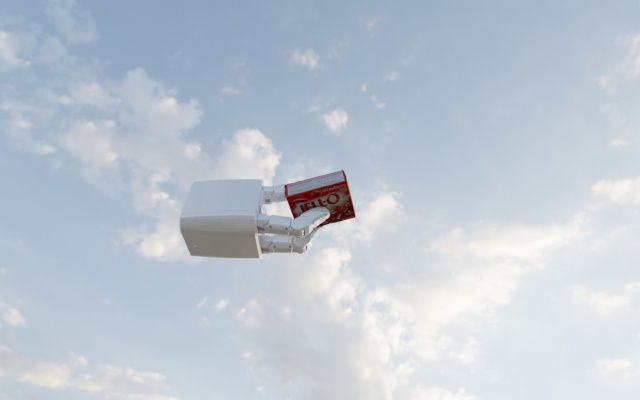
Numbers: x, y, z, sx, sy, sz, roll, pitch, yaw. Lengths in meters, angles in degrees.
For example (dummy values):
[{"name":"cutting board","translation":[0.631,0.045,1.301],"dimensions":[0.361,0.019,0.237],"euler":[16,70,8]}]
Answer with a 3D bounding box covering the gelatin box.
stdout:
[{"name":"gelatin box","translation":[0.000,0.002,0.681],"dimensions":[0.089,0.073,0.030],"euler":[-15,41,3]}]
